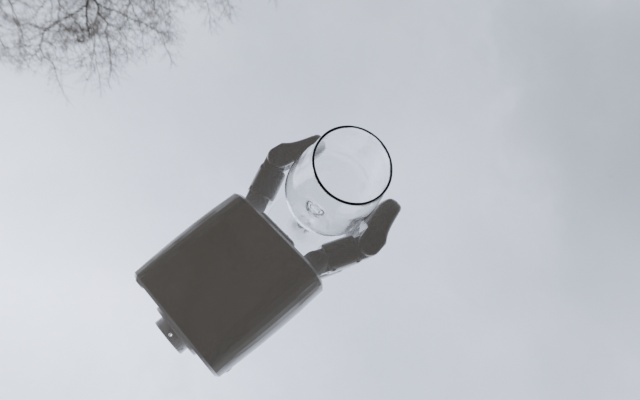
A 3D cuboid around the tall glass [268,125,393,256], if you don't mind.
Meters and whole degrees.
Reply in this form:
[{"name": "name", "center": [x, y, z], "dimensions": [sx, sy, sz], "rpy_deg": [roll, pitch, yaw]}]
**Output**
[{"name": "tall glass", "center": [0.000, 0.001, 0.437], "dimensions": [0.079, 0.079, 0.201], "rpy_deg": [0, -16, -15]}]
